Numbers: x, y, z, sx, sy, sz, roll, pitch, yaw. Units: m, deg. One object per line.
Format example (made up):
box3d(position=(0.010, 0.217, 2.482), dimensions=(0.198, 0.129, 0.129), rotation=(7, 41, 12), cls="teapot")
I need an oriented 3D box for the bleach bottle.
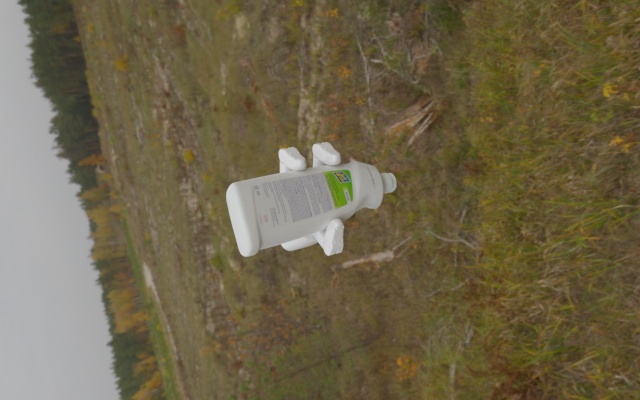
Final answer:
box3d(position=(0.000, 0.002, 0.684), dimensions=(0.251, 0.102, 0.068), rotation=(-11, -11, -24), cls="bleach bottle")
